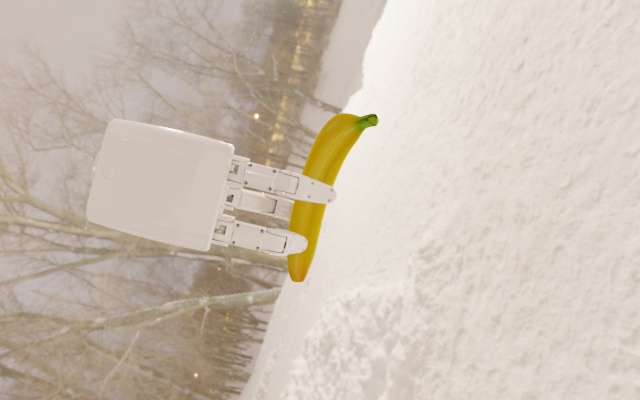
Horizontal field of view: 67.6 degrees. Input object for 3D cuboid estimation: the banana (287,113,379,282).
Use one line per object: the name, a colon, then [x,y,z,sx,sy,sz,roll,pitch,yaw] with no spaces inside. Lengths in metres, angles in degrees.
banana: [-0.002,-0.010,0.487,0.037,0.198,0.069,14,26,-17]
